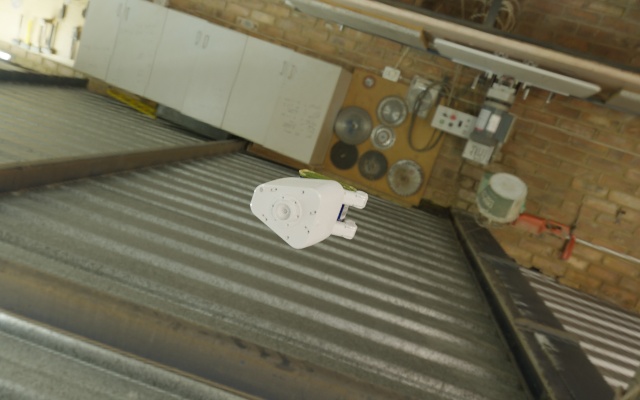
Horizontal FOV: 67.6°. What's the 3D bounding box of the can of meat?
[{"bbox_3d":[0.000,0.003,0.832,0.102,0.084,0.057,22,12,12],"label":"can of meat"}]
